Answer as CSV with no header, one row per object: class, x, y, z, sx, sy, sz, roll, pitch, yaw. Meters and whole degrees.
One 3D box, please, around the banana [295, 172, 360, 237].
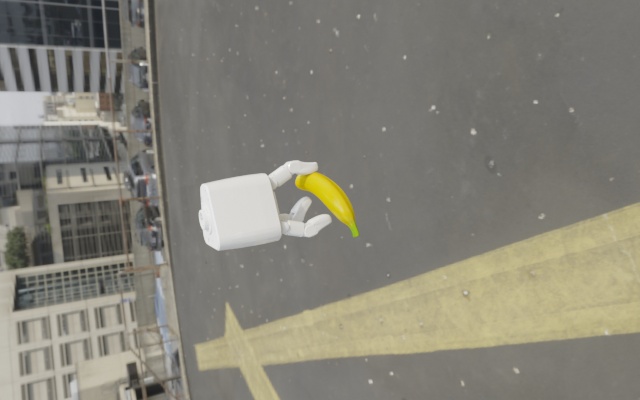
banana,0.003,-0.012,0.825,0.037,0.070,0.197,-14,36,-26
